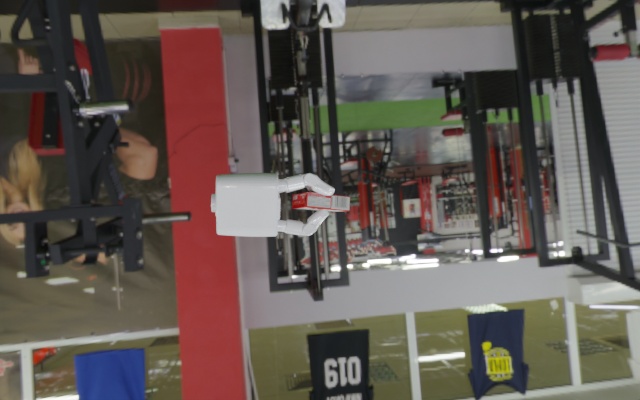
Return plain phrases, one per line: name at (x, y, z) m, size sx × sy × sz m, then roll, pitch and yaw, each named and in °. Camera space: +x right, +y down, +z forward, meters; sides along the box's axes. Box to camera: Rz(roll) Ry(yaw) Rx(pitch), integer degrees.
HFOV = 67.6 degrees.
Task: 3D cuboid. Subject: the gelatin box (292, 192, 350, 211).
gelatin box at (0.000, 0.003, 0.882) m, size 0.089 × 0.030 × 0.073 m, roll 5°, pitch -4°, yaw -21°
